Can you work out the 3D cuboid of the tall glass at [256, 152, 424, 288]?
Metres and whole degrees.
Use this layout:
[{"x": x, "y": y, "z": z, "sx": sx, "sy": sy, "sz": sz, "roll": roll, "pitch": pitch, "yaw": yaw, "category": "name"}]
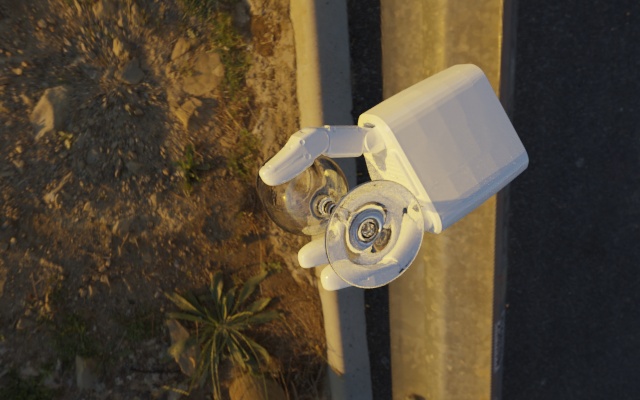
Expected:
[{"x": 0.000, "y": 0.001, "z": 0.403, "sx": 0.079, "sy": 0.079, "sz": 0.201, "roll": 0, "pitch": 12, "yaw": -23, "category": "tall glass"}]
